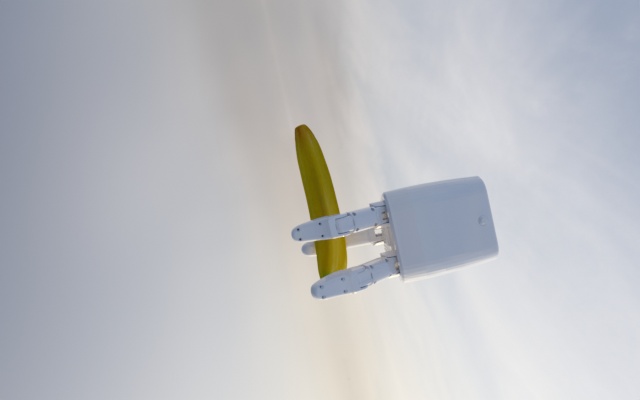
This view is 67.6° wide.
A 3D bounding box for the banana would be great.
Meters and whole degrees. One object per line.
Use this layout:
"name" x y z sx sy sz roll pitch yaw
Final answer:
"banana" 0.003 0.011 0.542 0.037 0.197 0.070 -12 -20 3
